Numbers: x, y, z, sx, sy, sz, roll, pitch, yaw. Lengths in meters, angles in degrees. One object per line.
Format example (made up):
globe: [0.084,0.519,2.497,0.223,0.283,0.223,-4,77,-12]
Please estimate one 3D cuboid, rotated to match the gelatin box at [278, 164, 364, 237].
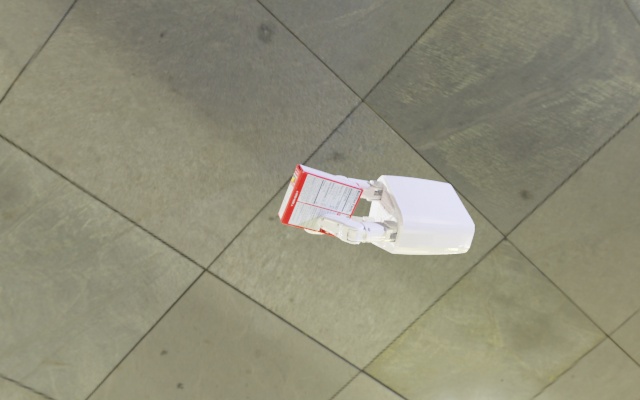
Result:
gelatin box: [0.000,0.002,0.608,0.089,0.073,0.030,15,19,-23]
